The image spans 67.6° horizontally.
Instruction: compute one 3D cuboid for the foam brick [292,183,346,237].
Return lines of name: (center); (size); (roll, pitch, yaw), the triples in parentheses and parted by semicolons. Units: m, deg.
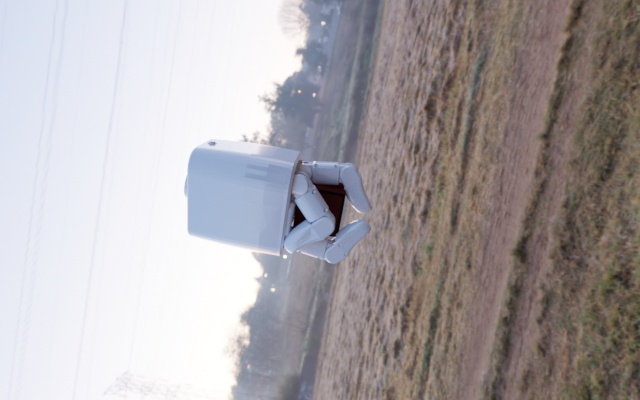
foam brick: (0.000, 0.002, 0.553); (0.051, 0.053, 0.078); (10, 16, 0)
